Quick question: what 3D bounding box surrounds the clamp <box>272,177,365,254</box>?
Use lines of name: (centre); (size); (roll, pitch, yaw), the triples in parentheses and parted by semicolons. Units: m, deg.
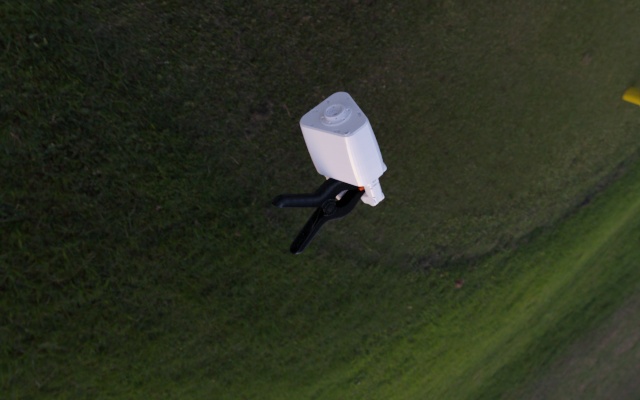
clamp: (0.001, 0.003, 0.784); (0.171, 0.120, 0.039); (-38, 47, -13)
